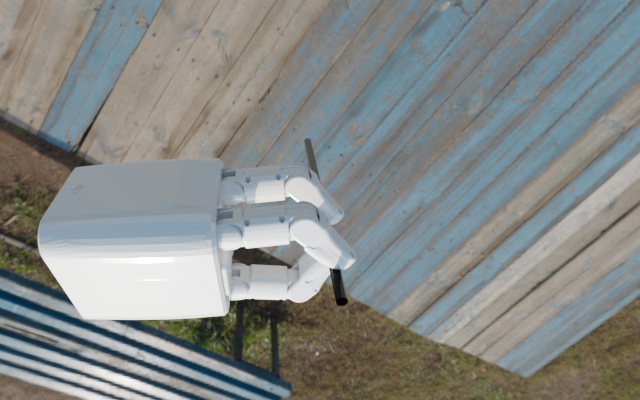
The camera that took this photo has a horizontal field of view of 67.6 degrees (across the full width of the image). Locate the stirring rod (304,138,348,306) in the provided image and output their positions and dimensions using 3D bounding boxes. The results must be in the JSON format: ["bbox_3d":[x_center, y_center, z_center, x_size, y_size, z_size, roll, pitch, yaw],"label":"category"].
[{"bbox_3d":[0.000,0.001,0.410,0.011,0.011,0.239,0,32,-8],"label":"stirring rod"}]
